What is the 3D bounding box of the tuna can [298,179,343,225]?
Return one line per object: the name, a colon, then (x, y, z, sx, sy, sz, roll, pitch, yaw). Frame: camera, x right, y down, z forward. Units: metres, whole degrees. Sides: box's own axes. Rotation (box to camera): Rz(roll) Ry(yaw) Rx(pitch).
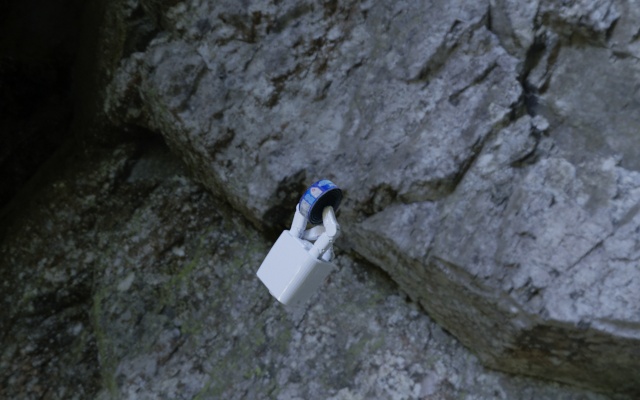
tuna can: (0.000, 0.003, 0.896, 0.033, 0.086, 0.086, 41, 22, 28)
